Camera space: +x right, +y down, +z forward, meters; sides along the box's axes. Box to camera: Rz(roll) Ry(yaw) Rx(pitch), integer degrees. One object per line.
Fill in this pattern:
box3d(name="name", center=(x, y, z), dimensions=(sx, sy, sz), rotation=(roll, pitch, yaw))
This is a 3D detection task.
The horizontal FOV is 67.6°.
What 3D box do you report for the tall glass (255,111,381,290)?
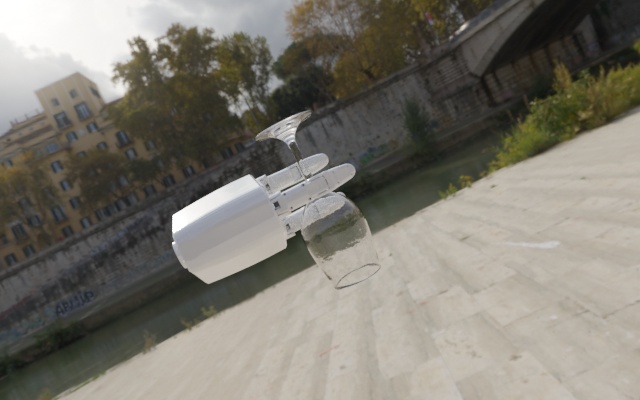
box3d(name="tall glass", center=(0.000, 0.001, 0.561), dimensions=(0.079, 0.201, 0.079), rotation=(-27, 2, 1))
